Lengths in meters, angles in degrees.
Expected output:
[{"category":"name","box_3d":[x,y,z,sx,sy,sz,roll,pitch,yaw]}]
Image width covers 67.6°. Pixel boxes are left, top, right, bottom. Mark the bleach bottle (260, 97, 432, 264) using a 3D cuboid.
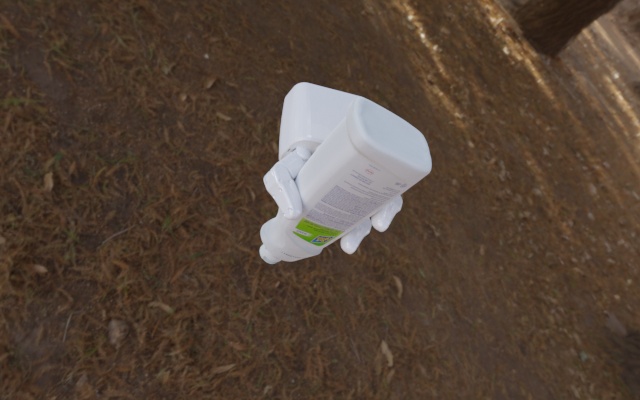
[{"category":"bleach bottle","box_3d":[0.000,0.002,0.531,0.102,0.068,0.251,23,-45,-28]}]
